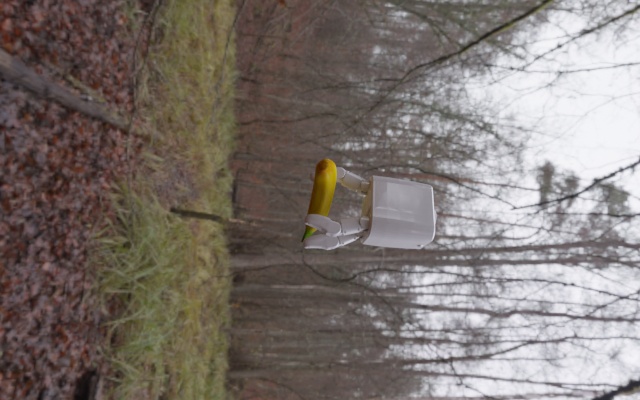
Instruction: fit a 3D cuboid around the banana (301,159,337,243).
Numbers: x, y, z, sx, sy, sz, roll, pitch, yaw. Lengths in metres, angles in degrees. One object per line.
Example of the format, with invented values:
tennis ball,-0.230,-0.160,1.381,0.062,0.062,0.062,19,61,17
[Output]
banana,0.003,-0.009,0.775,0.037,0.069,0.198,12,-42,0
